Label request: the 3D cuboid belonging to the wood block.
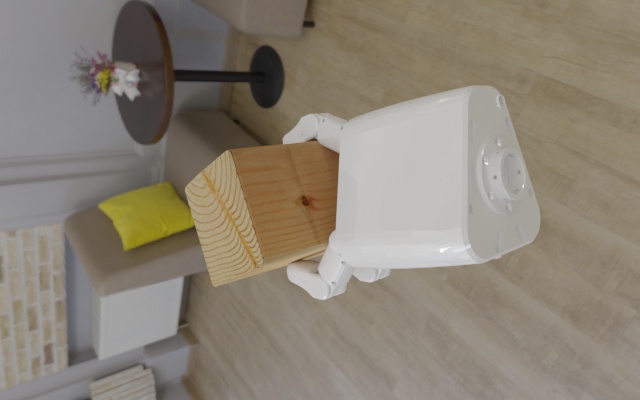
[{"bbox_3d":[0.000,0.001,0.433,0.206,0.091,0.090,-11,-11,-40],"label":"wood block"}]
